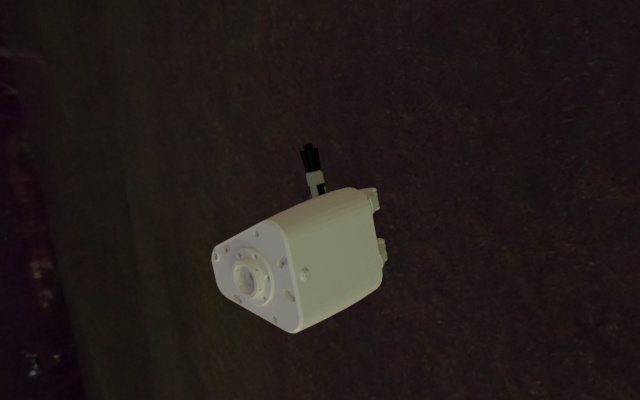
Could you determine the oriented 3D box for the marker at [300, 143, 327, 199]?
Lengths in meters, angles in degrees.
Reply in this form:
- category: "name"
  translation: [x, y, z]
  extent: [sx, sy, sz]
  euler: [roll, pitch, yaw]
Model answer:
- category: "marker"
  translation: [0.000, 0.002, 0.488]
  extent: [0.020, 0.121, 0.020]
  euler: [-12, 7, 1]
